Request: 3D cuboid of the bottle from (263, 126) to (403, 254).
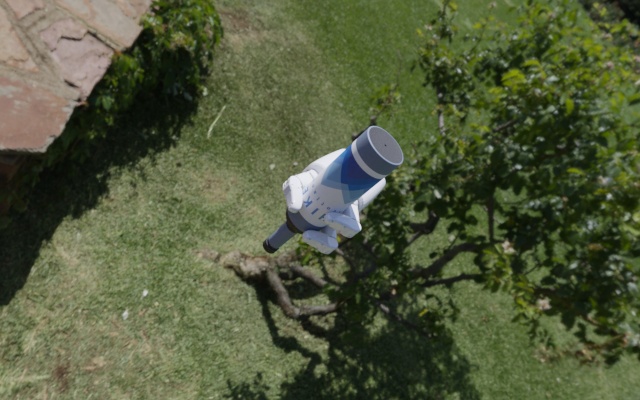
[{"bbox_3d":[0.000,0.002,0.737,0.069,0.069,0.296,0,-32,-45],"label":"bottle"}]
